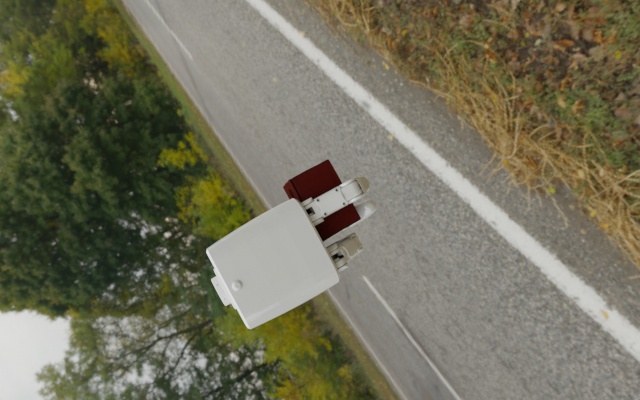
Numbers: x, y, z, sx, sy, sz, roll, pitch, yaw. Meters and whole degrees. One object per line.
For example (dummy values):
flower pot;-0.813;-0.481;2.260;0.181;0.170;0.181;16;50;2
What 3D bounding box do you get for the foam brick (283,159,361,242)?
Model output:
foam brick;0.000;0.001;0.536;0.051;0.078;0.053;-28;0;-13
